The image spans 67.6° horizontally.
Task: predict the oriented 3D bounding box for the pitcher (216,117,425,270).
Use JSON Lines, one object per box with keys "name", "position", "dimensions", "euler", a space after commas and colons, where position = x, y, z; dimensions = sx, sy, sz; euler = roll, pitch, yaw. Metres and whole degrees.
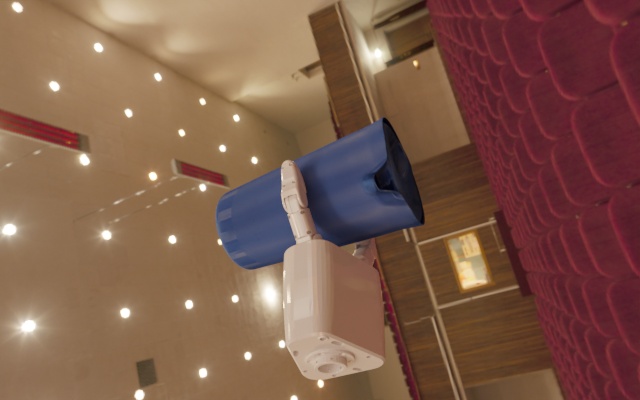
{"name": "pitcher", "position": [0.000, 0.002, 0.602], "dimensions": [0.243, 0.145, 0.149], "euler": [-20, -42, 19]}
